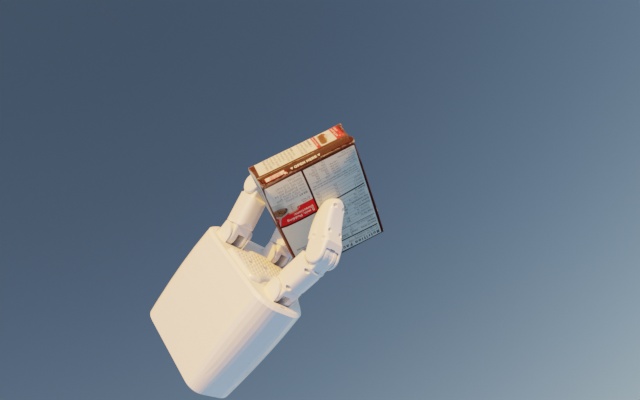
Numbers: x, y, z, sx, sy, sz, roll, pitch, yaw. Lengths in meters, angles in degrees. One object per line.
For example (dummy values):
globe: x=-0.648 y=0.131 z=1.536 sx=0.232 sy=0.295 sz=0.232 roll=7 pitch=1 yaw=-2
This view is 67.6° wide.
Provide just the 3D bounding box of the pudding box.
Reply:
pudding box: x=0.000 y=0.002 z=0.429 sx=0.090 sy=0.114 sz=0.039 roll=-27 pitch=40 yaw=-7
